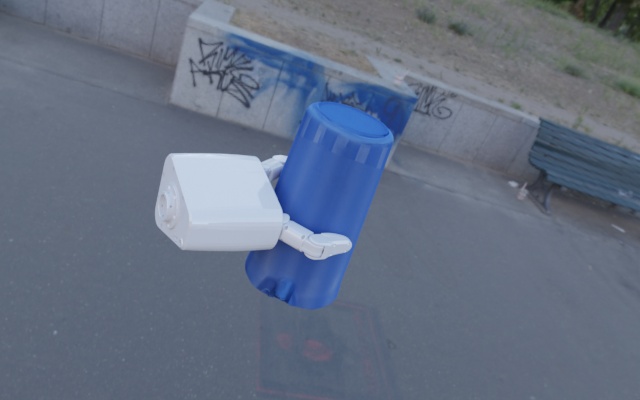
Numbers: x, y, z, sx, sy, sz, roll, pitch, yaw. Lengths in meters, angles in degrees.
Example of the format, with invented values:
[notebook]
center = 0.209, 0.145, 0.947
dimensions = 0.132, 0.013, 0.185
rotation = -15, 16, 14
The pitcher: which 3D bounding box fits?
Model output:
[pitcher]
center = 0.000, 0.002, 0.610
dimensions = 0.145, 0.243, 0.149
rotation = 0, 33, -36
